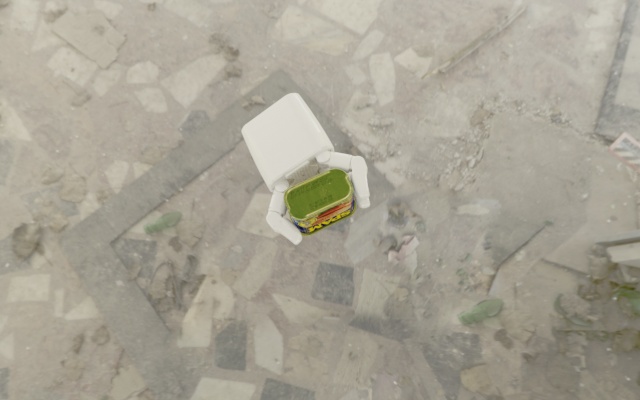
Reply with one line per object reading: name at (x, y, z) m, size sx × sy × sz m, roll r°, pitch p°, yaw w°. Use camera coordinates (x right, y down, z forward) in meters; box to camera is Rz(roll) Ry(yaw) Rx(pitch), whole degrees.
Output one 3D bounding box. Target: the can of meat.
can of meat at (0.000, 0.002, 0.692) m, size 0.102 × 0.057 × 0.084 m, roll -25°, pitch -18°, yaw -3°
